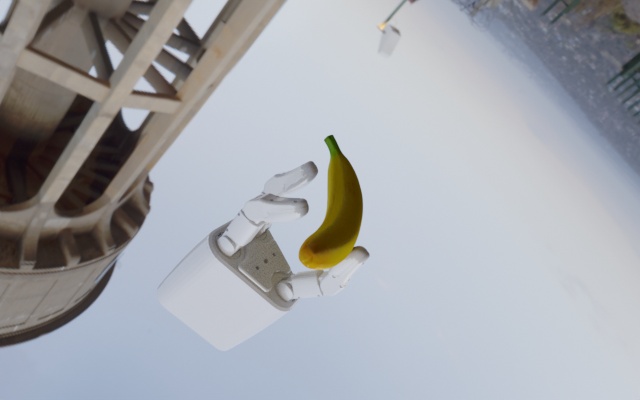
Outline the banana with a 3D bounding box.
[{"bbox_3d":[0.013,0.011,0.466,0.037,0.070,0.197,-36,25,27],"label":"banana"}]
